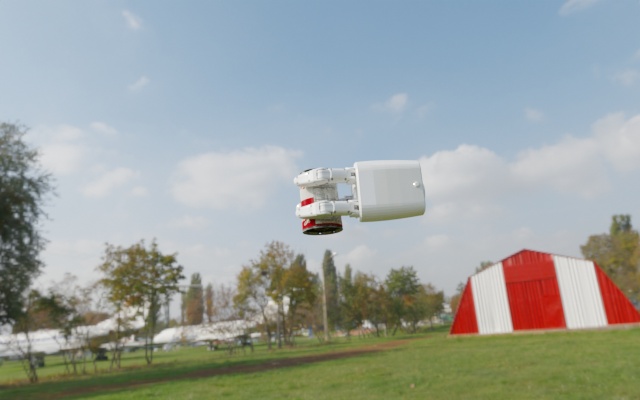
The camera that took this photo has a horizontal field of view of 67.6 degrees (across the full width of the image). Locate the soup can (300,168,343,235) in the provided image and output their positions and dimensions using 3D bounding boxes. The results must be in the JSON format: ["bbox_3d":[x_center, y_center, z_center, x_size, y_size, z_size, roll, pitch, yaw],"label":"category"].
[{"bbox_3d":[0.000,0.002,0.805,0.068,0.102,0.068,-4,-14,-1],"label":"soup can"}]
